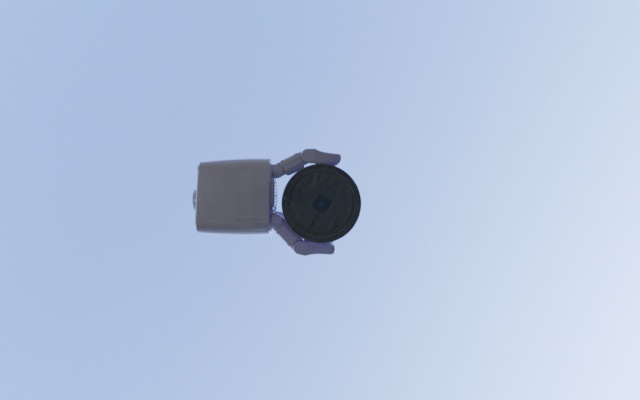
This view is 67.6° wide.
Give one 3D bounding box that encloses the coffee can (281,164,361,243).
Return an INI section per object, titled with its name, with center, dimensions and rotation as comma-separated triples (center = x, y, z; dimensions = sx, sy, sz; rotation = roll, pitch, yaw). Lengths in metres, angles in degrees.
[coffee can]
center = 0.000, 0.002, 0.680
dimensions = 0.103, 0.103, 0.140
rotation = 0, 1, -1
